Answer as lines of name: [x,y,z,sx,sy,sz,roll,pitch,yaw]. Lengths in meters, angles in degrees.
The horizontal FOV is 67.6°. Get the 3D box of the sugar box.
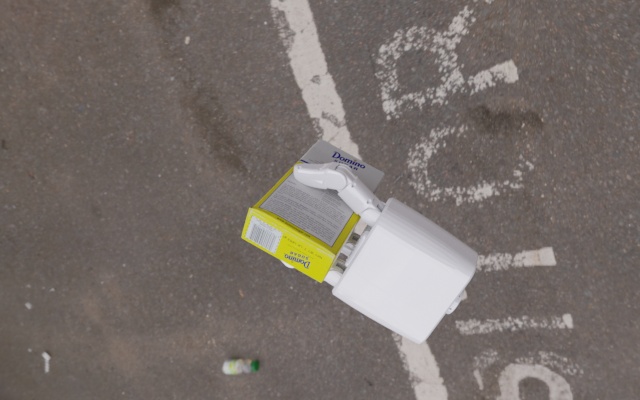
sugar box: [0.000,0.002,0.513,0.093,0.048,0.176,29,34,7]
